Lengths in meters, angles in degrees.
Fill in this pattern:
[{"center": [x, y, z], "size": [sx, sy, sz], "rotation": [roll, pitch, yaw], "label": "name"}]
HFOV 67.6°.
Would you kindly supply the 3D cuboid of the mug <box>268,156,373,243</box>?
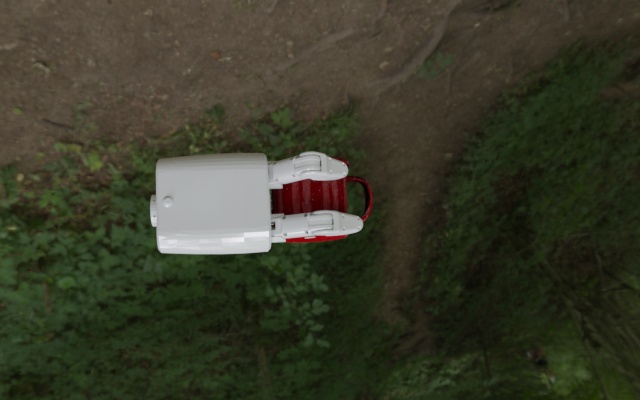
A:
[{"center": [0.002, 0.002, 0.525], "size": [0.117, 0.081, 0.093], "rotation": [-2, -10, -10], "label": "mug"}]
